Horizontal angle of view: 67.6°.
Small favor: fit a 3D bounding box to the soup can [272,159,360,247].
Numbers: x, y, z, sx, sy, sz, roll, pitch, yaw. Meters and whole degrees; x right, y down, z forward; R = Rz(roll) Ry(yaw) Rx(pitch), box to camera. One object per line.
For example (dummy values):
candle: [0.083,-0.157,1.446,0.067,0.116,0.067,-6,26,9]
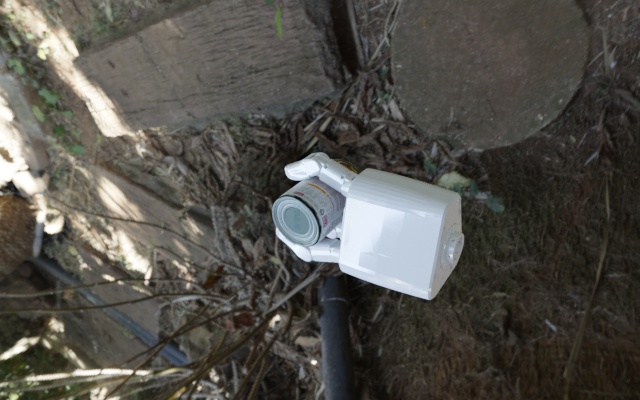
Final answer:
soup can: [-0.001,0.002,0.564,0.068,0.068,0.102,0,27,39]
